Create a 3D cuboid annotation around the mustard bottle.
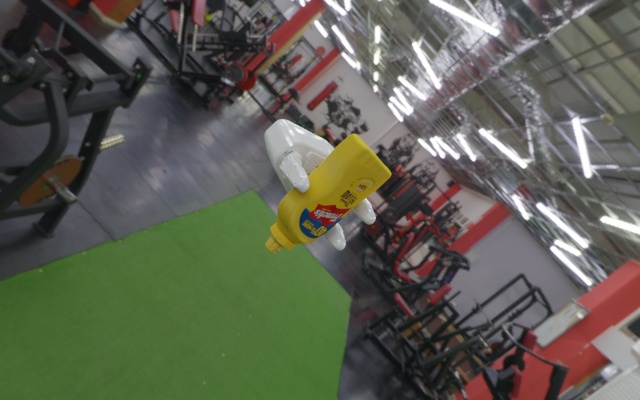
[{"bbox_3d":[0.000,0.002,0.636,0.191,0.058,0.096,-42,-32,9],"label":"mustard bottle"}]
